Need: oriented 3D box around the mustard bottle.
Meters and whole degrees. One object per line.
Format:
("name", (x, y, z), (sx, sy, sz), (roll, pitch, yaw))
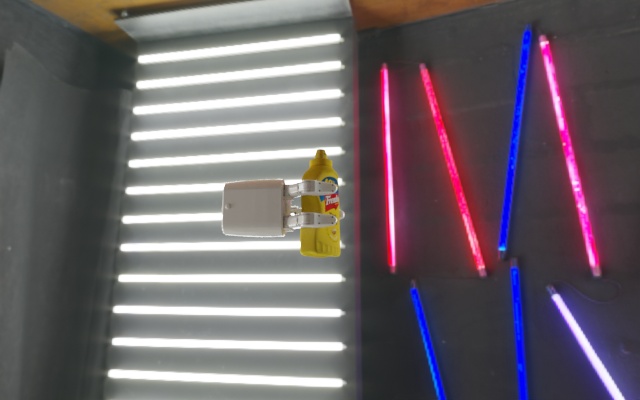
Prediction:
("mustard bottle", (0.000, 0.003, 0.847), (0.058, 0.191, 0.096), (-6, -12, 29))
